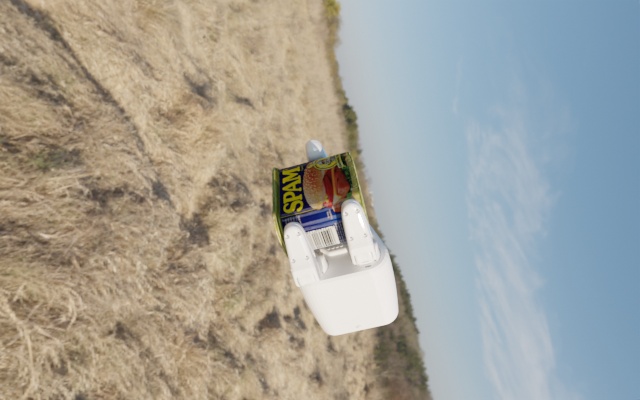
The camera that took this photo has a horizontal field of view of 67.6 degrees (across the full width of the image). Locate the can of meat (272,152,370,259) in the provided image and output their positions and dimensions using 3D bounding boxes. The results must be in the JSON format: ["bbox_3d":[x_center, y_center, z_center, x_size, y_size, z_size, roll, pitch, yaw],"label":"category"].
[{"bbox_3d":[0.000,0.001,0.476,0.084,0.057,0.102,-14,40,6],"label":"can of meat"}]
